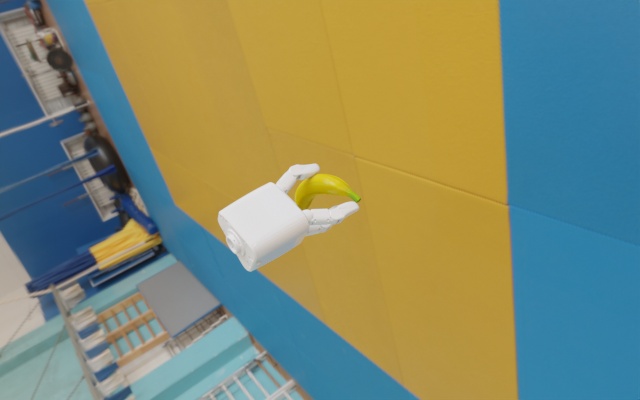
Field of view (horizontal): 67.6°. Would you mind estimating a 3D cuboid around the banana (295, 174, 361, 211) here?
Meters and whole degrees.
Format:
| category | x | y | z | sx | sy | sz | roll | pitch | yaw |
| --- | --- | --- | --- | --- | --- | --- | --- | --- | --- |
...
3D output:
| category | x | y | z | sx | sy | sz | roll | pitch | yaw |
| --- | --- | --- | --- | --- | --- | --- | --- | --- | --- |
| banana | -0.006 | -0.014 | 0.882 | 0.037 | 0.069 | 0.198 | -32 | 12 | -30 |
